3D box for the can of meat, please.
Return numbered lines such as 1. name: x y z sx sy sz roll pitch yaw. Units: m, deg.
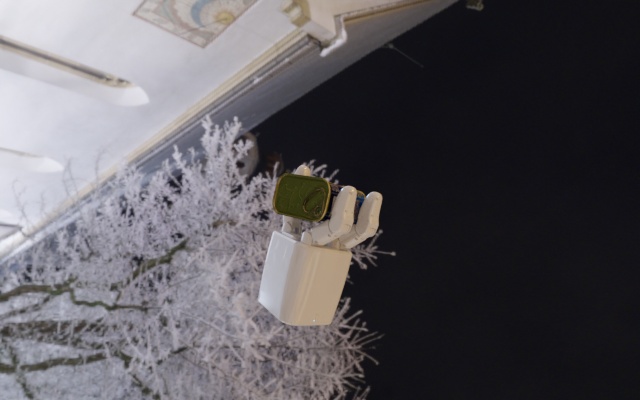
1. can of meat: 0.000 0.002 0.651 0.102 0.057 0.084 10 -3 44
